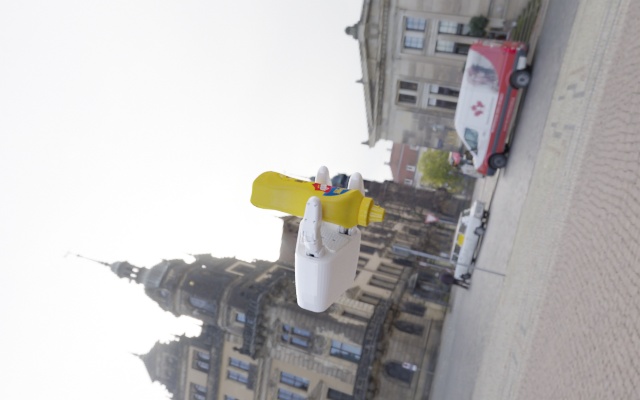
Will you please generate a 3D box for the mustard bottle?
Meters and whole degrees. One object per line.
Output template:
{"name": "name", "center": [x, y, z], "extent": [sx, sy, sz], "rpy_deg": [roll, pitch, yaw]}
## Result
{"name": "mustard bottle", "center": [0.000, 0.002, 0.703], "extent": [0.191, 0.058, 0.096], "rpy_deg": [13, 10, 16]}
